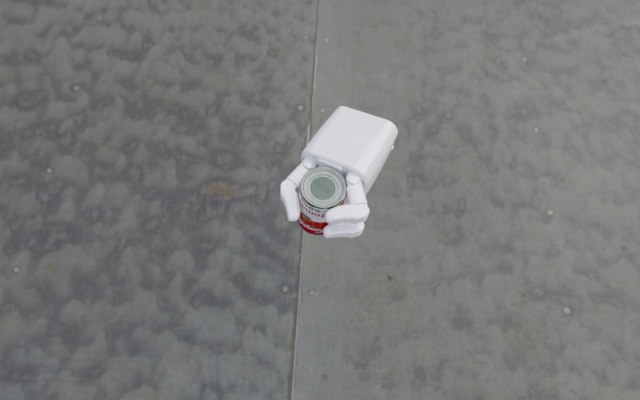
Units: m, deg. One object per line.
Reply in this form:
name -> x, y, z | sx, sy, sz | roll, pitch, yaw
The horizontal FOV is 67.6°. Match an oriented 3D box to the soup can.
soup can -> 0.000, 0.003, 0.706 | 0.068, 0.068, 0.102 | 0, -25, -5
